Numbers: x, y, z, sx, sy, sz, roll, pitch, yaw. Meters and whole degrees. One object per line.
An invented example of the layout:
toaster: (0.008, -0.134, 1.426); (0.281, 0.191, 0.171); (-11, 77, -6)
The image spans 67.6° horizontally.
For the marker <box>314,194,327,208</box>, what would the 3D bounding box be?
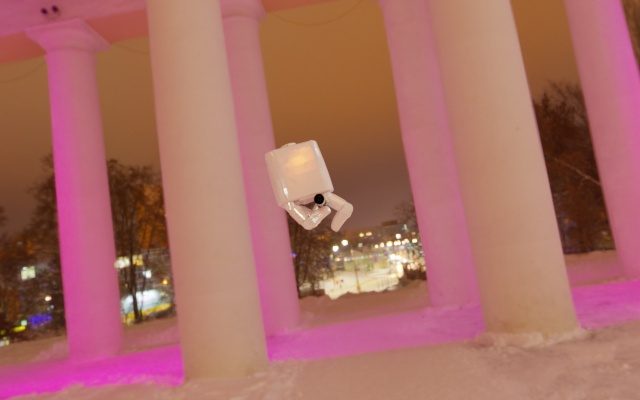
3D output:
marker: (0.000, 0.003, 0.889); (0.020, 0.020, 0.121); (0, -6, 3)
